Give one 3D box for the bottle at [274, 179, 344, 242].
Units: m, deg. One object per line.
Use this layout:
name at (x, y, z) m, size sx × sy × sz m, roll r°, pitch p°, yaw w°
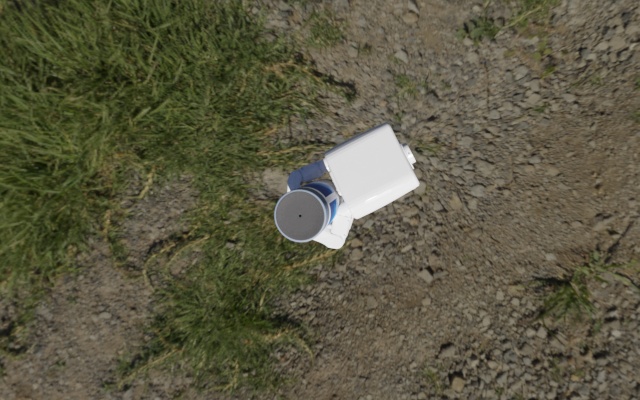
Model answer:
bottle at (0.000, 0.002, 0.733) m, size 0.069 × 0.069 × 0.295 m, roll 0°, pitch 7°, yaw 10°
